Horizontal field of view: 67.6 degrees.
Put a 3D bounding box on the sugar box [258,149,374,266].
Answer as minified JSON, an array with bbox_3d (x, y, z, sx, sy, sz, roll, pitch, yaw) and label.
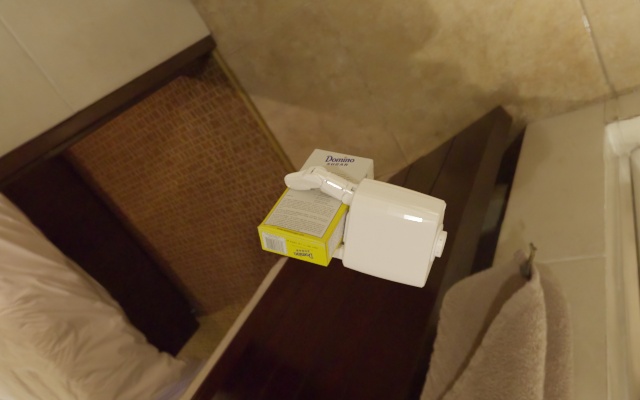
[{"bbox_3d":[0.000,0.003,0.634,0.093,0.048,0.176,13,41,21],"label":"sugar box"}]
